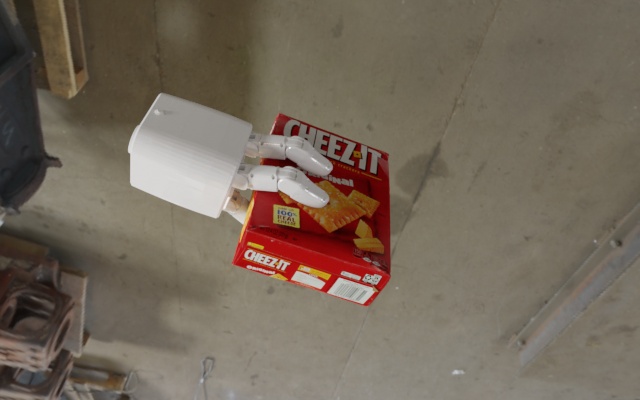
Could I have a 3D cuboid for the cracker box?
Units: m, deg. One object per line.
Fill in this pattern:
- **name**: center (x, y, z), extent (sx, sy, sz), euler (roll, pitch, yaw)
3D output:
- **cracker box**: center (0.000, 0.002, 0.577), extent (0.164, 0.213, 0.072), euler (19, -47, -11)
